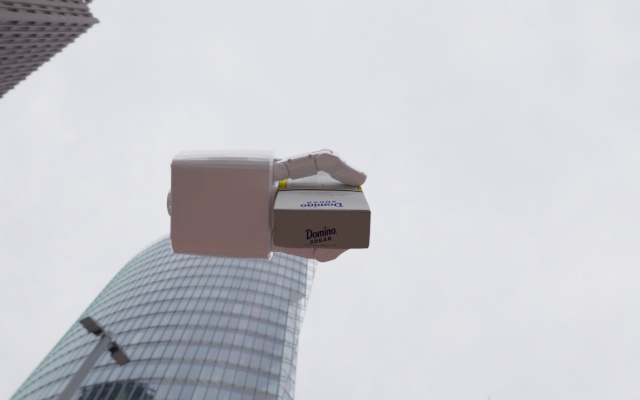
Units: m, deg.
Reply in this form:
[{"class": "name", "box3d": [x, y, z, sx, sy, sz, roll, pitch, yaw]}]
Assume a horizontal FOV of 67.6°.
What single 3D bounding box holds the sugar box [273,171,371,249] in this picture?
[{"class": "sugar box", "box3d": [0.000, 0.002, 0.524, 0.093, 0.048, 0.176, 1, 19, 0]}]
